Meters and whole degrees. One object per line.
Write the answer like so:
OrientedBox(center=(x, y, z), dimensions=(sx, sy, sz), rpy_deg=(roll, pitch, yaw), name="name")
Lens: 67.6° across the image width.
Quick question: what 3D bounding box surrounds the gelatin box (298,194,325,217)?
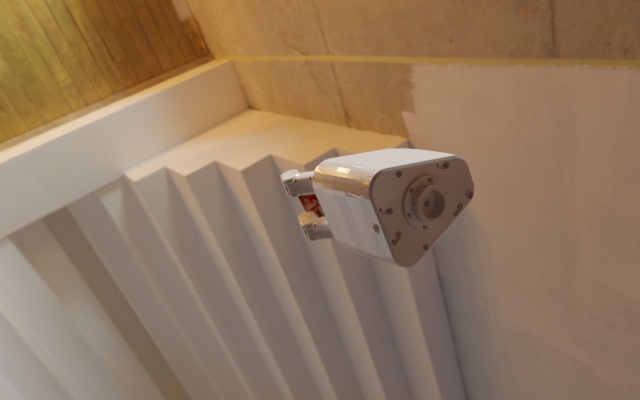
OrientedBox(center=(0.000, 0.002, 0.576), dimensions=(0.030, 0.073, 0.089), rpy_deg=(-29, 5, -15), name="gelatin box")
